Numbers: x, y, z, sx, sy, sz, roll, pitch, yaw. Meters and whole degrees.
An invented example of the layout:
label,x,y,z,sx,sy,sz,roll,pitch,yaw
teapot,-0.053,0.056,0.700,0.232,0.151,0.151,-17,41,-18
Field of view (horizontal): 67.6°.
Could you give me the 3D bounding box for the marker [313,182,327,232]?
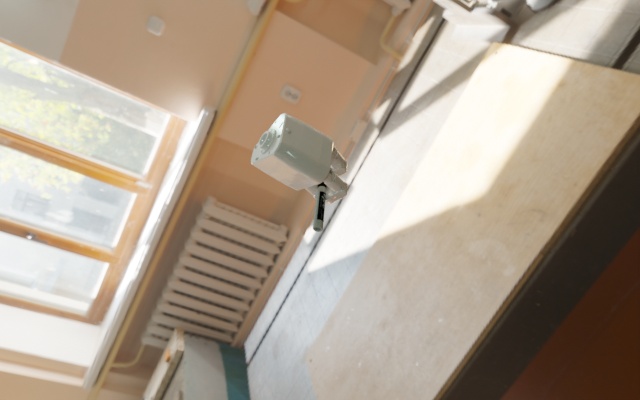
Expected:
label,x,y,z,sx,sy,sz,roll,pitch,yaw
marker,0.000,0.003,0.891,0.020,0.121,0.020,4,-35,3
